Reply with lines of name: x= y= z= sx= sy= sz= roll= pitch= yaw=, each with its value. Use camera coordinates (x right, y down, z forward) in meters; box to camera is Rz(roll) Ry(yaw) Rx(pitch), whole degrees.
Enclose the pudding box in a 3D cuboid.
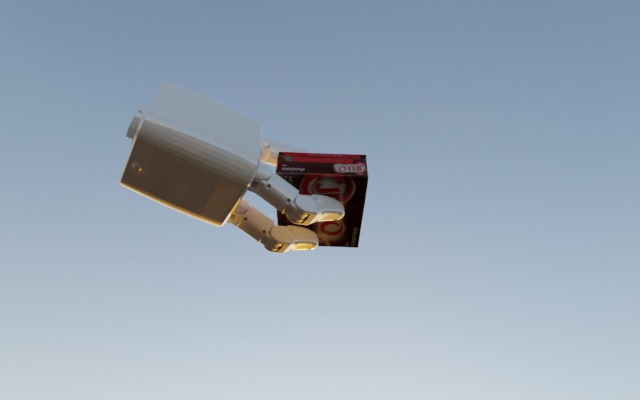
pudding box: x=0.000 y=0.002 z=0.502 sx=0.090 sy=0.039 sz=0.114 roll=2 pitch=-42 yaw=0
